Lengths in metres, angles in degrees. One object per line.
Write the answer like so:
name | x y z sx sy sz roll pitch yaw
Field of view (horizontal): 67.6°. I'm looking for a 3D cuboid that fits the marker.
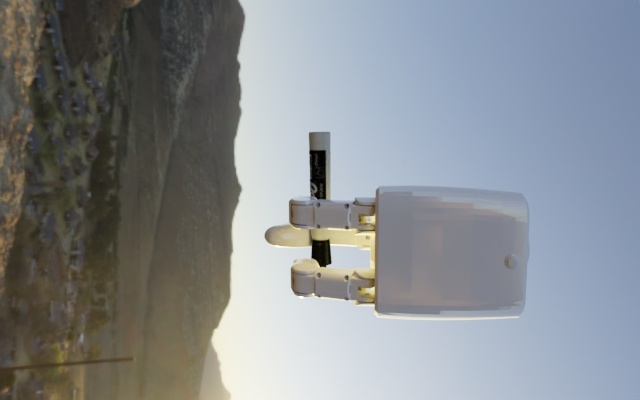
marker | 0.000 0.001 0.415 0.020 0.121 0.020 -1 7 0
